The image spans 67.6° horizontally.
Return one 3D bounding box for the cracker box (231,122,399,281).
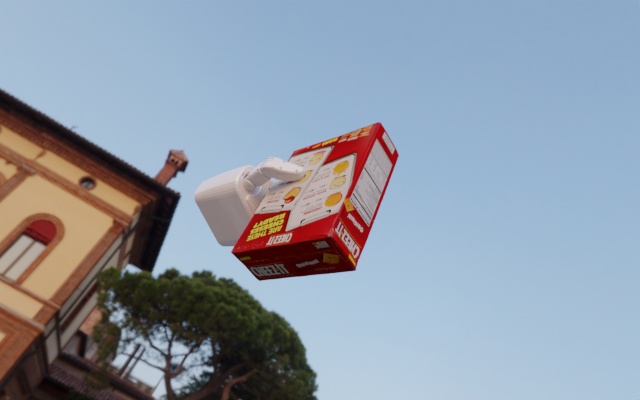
[{"bbox_3d":[0.000,0.002,0.645,0.164,0.072,0.213,-13,37,38],"label":"cracker box"}]
